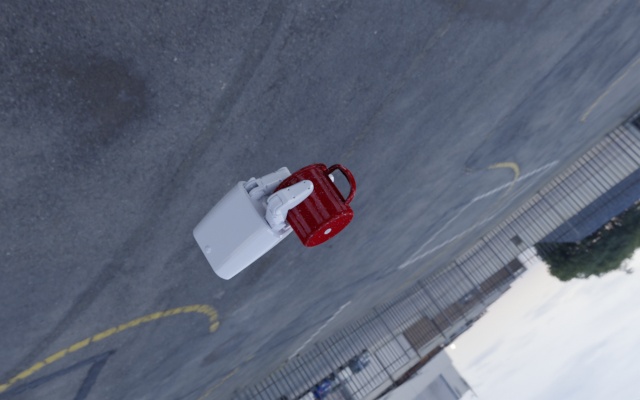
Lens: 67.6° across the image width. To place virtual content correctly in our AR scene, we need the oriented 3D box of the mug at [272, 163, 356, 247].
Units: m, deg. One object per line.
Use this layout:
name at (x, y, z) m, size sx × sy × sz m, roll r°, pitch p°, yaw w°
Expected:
mug at (0.001, 0.001, 0.646) m, size 0.117 × 0.081 × 0.093 m, roll -41°, pitch -19°, yaw 18°
